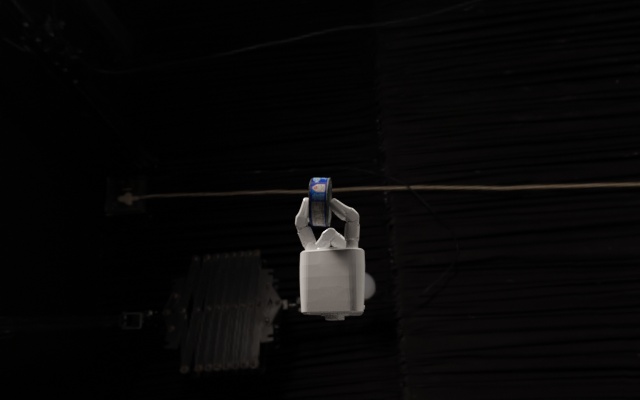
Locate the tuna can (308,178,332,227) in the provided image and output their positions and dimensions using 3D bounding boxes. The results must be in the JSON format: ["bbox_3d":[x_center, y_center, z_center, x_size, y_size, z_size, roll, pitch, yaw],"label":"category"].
[{"bbox_3d":[0.000,0.003,0.836,0.034,0.086,0.086,1,0,6],"label":"tuna can"}]
